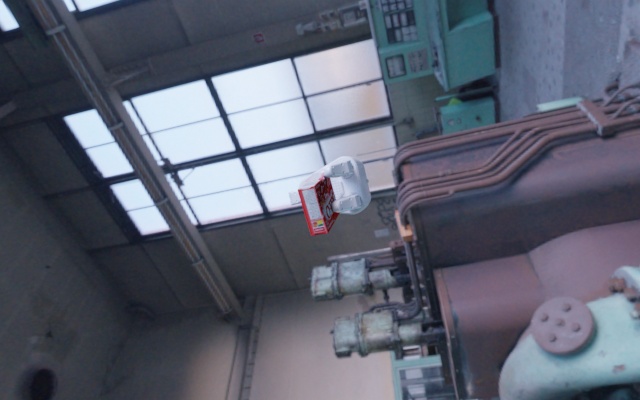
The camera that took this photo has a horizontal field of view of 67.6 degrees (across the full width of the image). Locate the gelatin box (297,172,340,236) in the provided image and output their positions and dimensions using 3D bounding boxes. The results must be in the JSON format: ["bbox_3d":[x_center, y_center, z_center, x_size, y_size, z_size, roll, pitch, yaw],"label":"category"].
[{"bbox_3d":[0.000,0.003,0.713,0.030,0.073,0.089,-11,15,18],"label":"gelatin box"}]
